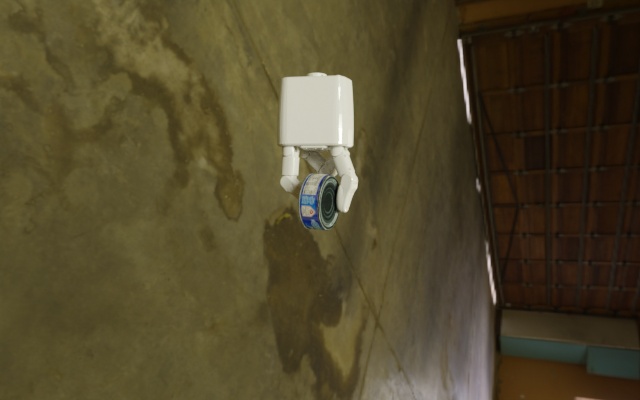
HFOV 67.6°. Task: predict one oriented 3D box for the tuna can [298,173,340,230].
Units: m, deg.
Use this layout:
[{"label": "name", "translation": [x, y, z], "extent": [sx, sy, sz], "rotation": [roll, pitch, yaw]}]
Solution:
[{"label": "tuna can", "translation": [0.001, 0.002, 0.724], "extent": [0.034, 0.086, 0.086], "rotation": [5, 2, 25]}]
